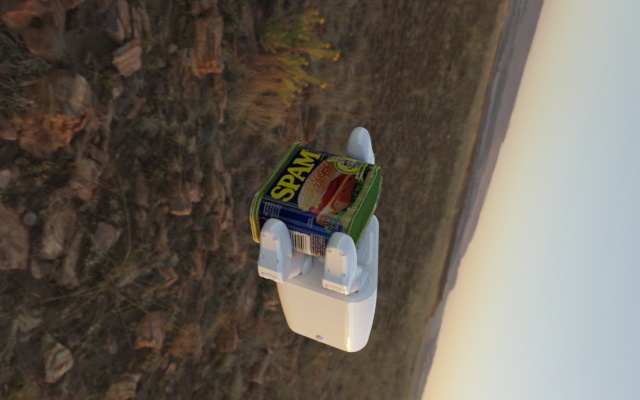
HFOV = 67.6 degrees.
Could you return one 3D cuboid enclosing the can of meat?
[{"bbox_3d":[0.000,0.001,0.418,0.084,0.057,0.102,16,45,17],"label":"can of meat"}]
